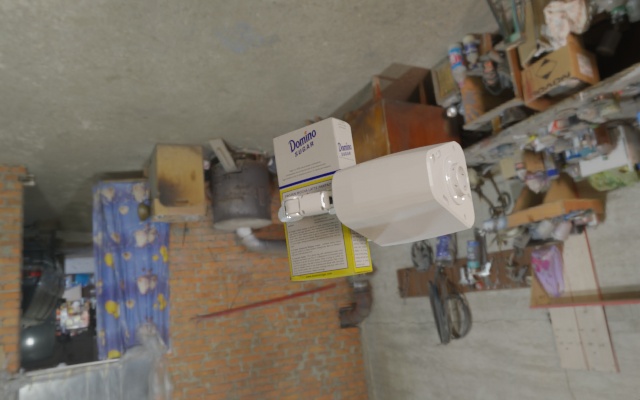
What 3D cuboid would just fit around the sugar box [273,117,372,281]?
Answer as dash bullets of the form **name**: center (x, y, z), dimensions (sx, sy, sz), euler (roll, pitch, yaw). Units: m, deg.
- **sugar box**: center (0.001, 0.002, 0.558), dimensions (0.093, 0.176, 0.048), euler (-13, -13, 34)
